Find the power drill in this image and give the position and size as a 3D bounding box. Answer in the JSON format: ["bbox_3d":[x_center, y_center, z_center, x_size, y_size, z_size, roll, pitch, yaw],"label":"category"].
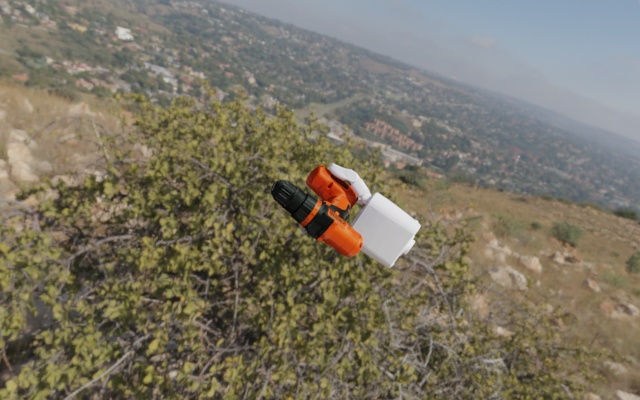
[{"bbox_3d":[0.000,0.003,0.864,0.184,0.057,0.187,40,24,-11],"label":"power drill"}]
